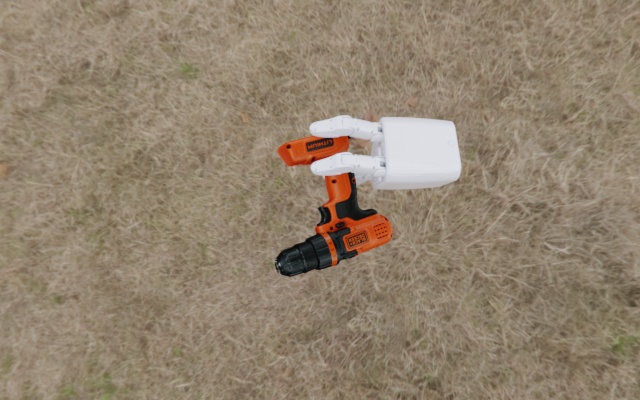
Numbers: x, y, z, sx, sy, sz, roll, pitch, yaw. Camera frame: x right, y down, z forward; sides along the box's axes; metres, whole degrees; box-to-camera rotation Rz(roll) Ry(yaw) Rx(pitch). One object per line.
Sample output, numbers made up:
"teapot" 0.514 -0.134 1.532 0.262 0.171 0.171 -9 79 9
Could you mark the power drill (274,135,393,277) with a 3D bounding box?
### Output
"power drill" 0.000 0.002 0.692 0.184 0.187 0.057 -18 1 -22
